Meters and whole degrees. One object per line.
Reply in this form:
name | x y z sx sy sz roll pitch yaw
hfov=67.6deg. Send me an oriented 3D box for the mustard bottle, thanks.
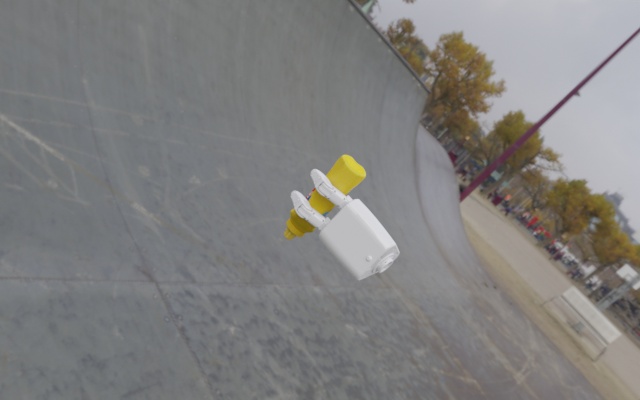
mustard bottle | 0.000 0.002 0.884 0.058 0.192 0.096 42 15 -2
